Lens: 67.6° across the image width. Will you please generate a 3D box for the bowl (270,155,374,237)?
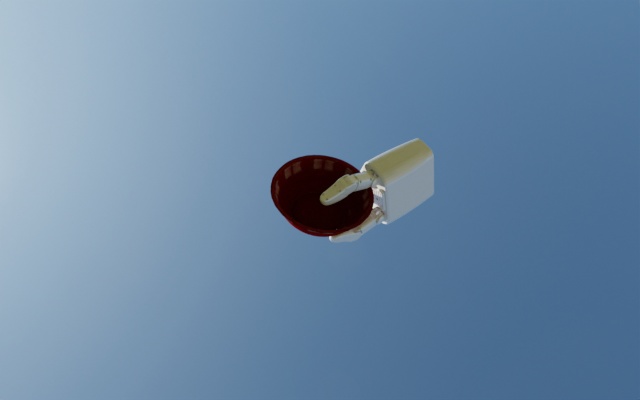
[{"bbox_3d":[-0.001,0.003,0.754,0.162,0.162,0.055,0,-41,-11],"label":"bowl"}]
